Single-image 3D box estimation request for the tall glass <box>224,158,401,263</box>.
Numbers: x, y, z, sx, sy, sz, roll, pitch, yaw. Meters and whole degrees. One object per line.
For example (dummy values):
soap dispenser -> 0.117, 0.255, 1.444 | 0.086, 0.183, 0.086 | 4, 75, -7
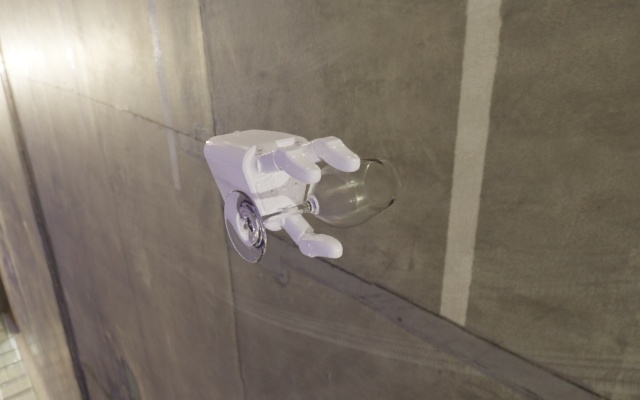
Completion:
tall glass -> 0.000, 0.002, 0.527 | 0.201, 0.079, 0.079 | -17, 11, -37
